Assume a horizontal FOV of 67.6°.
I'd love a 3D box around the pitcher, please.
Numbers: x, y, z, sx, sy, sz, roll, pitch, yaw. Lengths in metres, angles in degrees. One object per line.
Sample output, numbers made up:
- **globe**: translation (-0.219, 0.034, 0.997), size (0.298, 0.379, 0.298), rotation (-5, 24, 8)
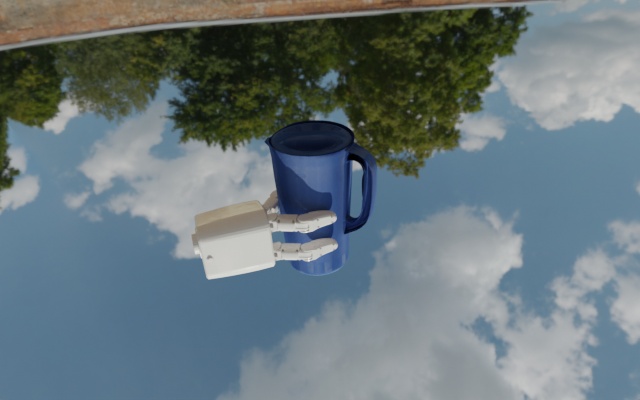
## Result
- **pitcher**: translation (0.000, 0.003, 0.781), size (0.145, 0.243, 0.149), rotation (-13, 33, -15)
